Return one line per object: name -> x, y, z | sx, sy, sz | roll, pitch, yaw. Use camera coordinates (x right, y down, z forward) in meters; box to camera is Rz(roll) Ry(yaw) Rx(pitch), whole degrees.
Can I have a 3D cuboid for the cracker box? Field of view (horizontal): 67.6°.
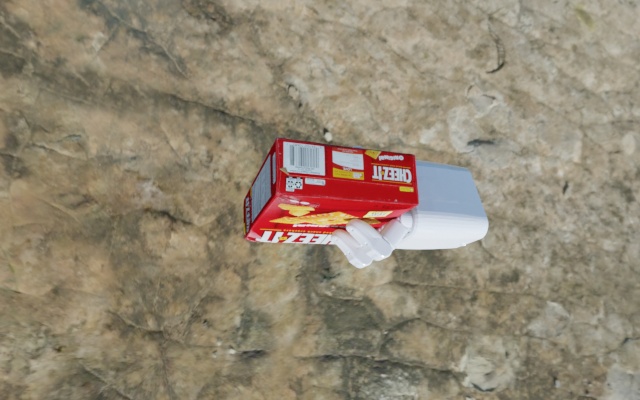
cracker box -> 0.000, 0.002, 0.603 | 0.164, 0.072, 0.214 | 5, -19, -17
